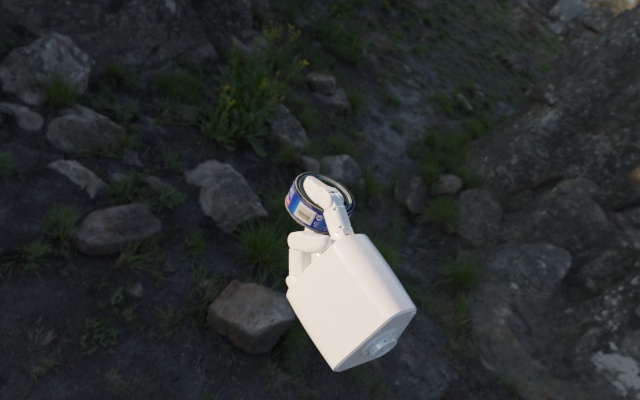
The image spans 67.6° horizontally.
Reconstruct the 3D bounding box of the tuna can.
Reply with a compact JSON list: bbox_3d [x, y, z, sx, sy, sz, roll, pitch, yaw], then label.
[{"bbox_3d":[0.000,0.002,0.614,0.086,0.034,0.086,19,33,-13],"label":"tuna can"}]
